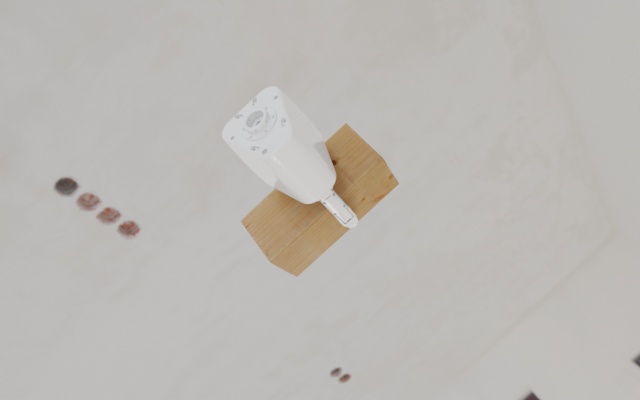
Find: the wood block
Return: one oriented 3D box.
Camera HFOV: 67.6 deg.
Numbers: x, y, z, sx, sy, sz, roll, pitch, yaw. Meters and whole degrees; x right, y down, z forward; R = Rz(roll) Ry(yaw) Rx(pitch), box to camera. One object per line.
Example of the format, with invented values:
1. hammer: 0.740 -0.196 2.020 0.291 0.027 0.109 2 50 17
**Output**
1. wood block: 0.000 0.002 0.694 0.090 0.206 0.090 49 3 31
